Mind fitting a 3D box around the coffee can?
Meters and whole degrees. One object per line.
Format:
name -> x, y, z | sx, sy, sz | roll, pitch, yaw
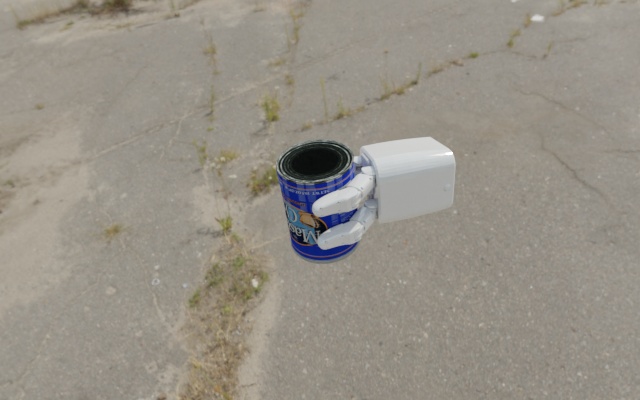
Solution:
coffee can -> 0.000, 0.002, 0.659 | 0.103, 0.140, 0.102 | -5, 38, 4
